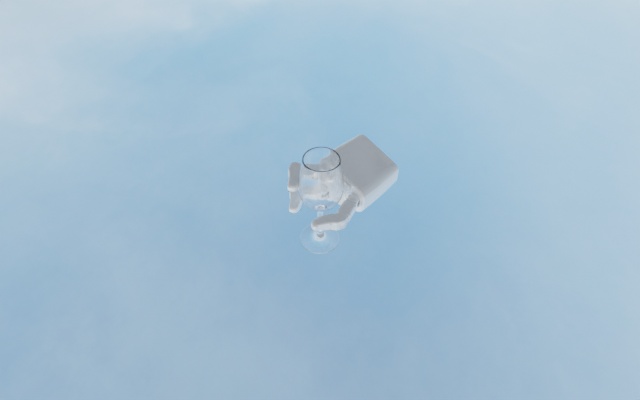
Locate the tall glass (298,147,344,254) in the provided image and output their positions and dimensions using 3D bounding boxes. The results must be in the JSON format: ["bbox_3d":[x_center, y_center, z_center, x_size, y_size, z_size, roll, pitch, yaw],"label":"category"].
[{"bbox_3d":[0.000,0.003,0.830,0.079,0.079,0.201,0,-43,-1],"label":"tall glass"}]
